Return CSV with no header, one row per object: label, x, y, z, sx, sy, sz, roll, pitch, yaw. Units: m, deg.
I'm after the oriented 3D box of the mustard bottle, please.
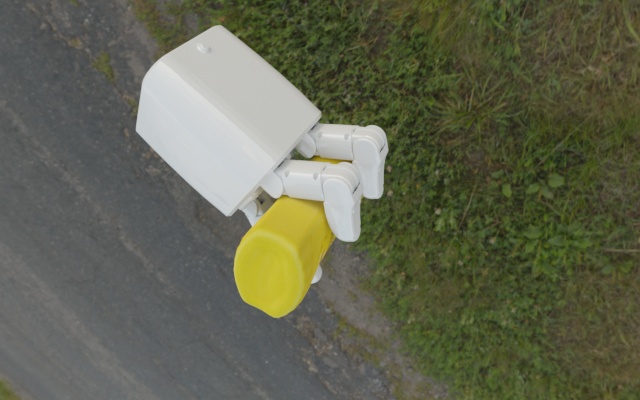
mustard bottle,0.000,0.002,0.407,0.058,0.096,0.191,25,45,10
